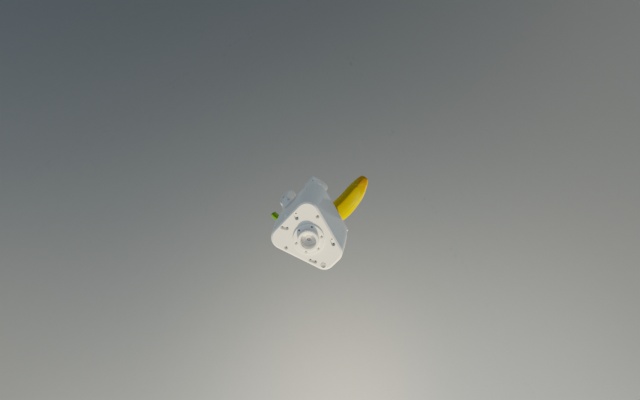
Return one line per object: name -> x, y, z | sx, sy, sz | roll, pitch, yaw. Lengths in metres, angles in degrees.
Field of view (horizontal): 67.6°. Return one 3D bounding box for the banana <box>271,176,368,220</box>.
banana -> 0.004, 0.021, 0.872 | 0.198, 0.069, 0.037 | -22, 1, 14
